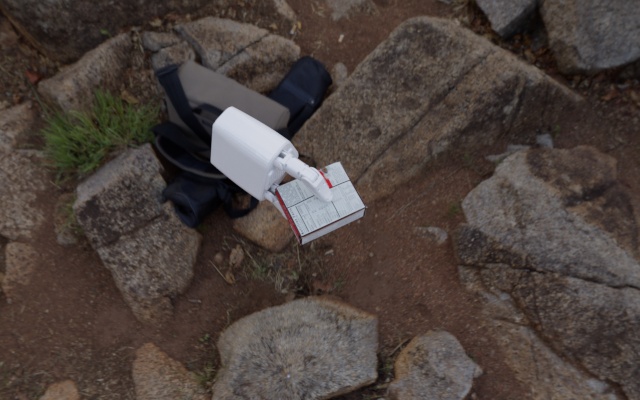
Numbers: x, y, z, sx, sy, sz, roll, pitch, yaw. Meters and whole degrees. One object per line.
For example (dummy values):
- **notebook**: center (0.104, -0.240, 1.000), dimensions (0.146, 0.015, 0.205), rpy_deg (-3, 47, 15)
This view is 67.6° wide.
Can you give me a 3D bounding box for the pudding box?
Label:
- **pudding box**: center (0.000, 0.002, 0.715), dimensions (0.113, 0.090, 0.039), rpy_deg (-24, -18, -11)
